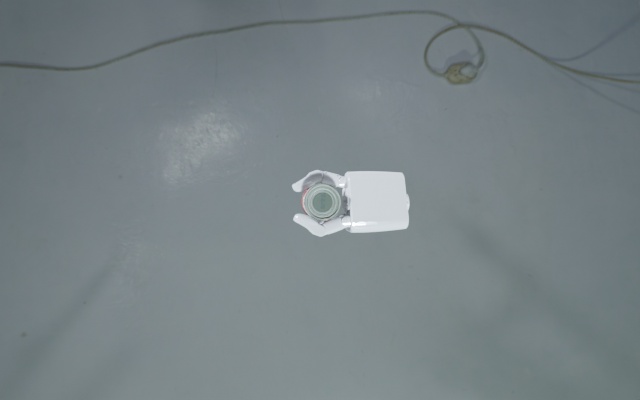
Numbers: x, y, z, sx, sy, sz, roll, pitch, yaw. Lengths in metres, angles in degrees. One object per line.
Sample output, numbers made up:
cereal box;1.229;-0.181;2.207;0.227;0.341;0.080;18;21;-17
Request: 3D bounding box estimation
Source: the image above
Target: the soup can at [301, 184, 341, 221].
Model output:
soup can;0.000;0.003;0.888;0.068;0.068;0.102;0;1;-5
